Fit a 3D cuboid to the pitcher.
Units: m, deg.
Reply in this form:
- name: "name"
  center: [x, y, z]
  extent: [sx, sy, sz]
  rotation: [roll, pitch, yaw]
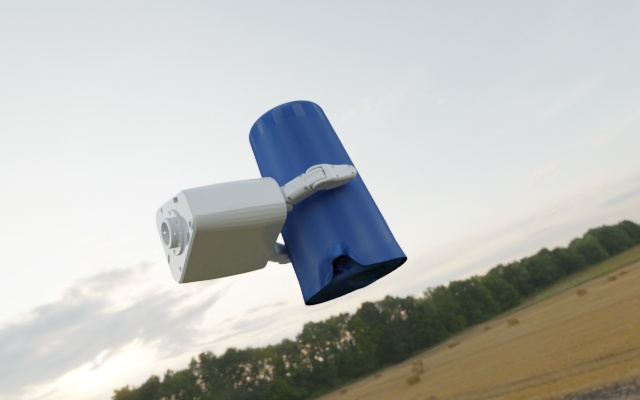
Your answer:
- name: "pitcher"
  center: [0.000, 0.002, 0.611]
  extent: [0.145, 0.242, 0.149]
  rotation: [-9, -24, -37]
